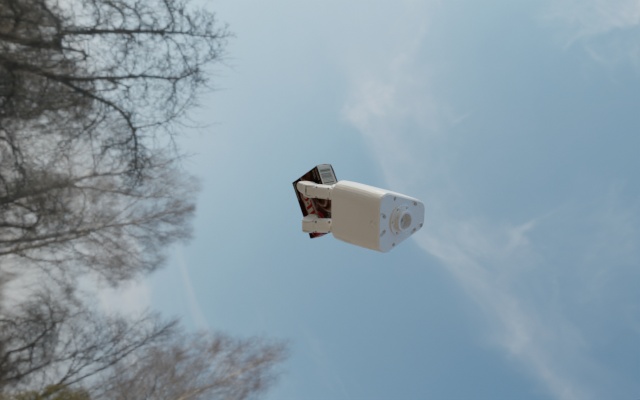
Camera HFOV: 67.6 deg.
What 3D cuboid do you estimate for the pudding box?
[{"bbox_3d":[0.000,0.003,0.846,0.039,0.113,0.090,-10,-12,-36],"label":"pudding box"}]
